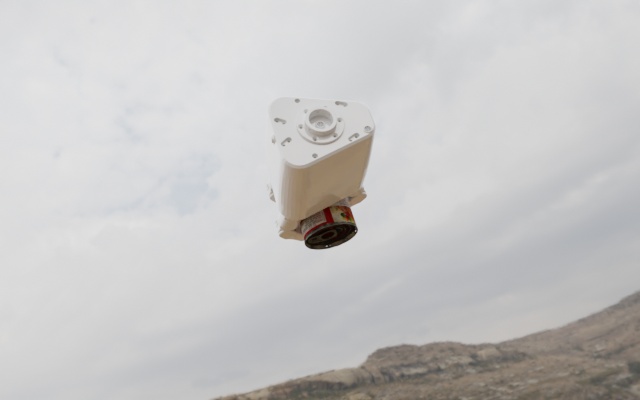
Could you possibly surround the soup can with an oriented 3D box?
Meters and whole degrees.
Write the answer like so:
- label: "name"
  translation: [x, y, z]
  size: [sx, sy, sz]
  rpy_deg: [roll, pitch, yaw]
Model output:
- label: "soup can"
  translation: [0.000, 0.002, 0.605]
  size: [0.068, 0.102, 0.068]
  rpy_deg: [-14, -27, -7]
